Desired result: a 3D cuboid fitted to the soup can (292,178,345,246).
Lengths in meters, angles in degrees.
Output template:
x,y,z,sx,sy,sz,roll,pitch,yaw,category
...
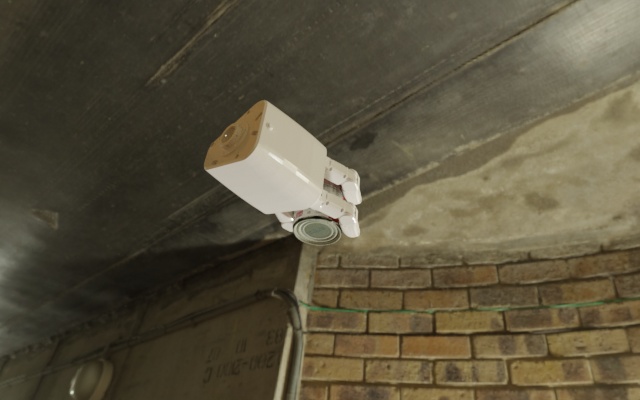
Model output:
x,y,z,sx,sy,sz,roll,pitch,yaw,category
0.000,0.003,0.661,0.068,0.102,0.069,4,-37,3,soup can
